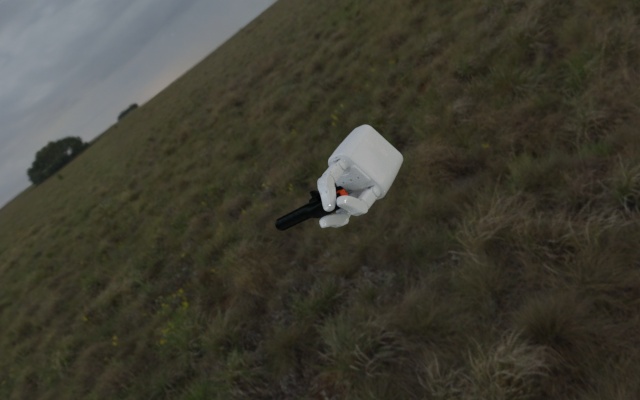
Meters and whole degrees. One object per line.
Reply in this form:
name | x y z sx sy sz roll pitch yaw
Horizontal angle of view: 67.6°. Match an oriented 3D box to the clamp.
clamp | 0.000 0.002 0.885 0.171 0.039 0.120 -17 26 44
